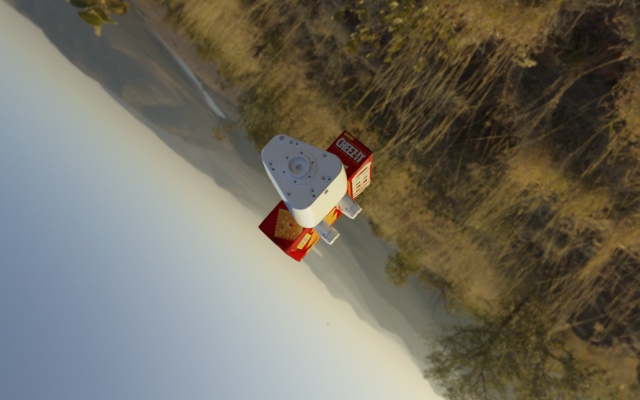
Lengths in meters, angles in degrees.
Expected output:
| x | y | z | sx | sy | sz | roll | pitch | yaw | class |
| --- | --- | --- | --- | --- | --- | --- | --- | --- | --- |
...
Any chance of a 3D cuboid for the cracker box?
| x | y | z | sx | sy | sz | roll | pitch | yaw | class |
| --- | --- | --- | --- | --- | --- | --- | --- | --- | --- |
| 0.000 | 0.003 | 0.831 | 0.072 | 0.213 | 0.164 | 41 | -8 | 13 | cracker box |
